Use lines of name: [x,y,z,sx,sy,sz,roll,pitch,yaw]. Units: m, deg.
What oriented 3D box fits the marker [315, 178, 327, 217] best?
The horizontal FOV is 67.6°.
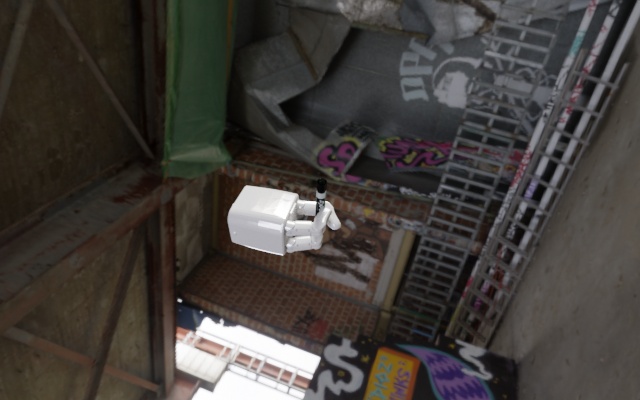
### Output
marker: [0.000,0.003,0.869,0.020,0.020,0.121,0,-39,-3]
